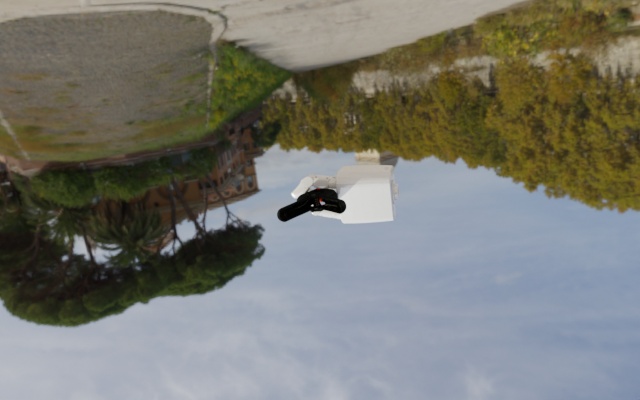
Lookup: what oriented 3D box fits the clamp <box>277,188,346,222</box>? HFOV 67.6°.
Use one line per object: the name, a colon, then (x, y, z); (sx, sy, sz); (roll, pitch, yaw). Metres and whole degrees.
clamp: (0.000, 0.003, 0.884); (0.120, 0.039, 0.171); (-1, 15, 15)
